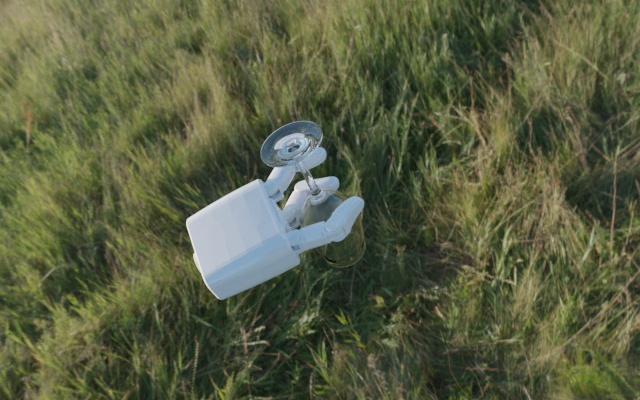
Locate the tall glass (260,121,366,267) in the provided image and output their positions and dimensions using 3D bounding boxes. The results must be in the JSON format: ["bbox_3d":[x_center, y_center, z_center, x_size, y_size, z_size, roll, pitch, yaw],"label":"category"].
[{"bbox_3d":[0.000,0.001,0.594,0.079,0.079,0.201,0,-41,27],"label":"tall glass"}]
